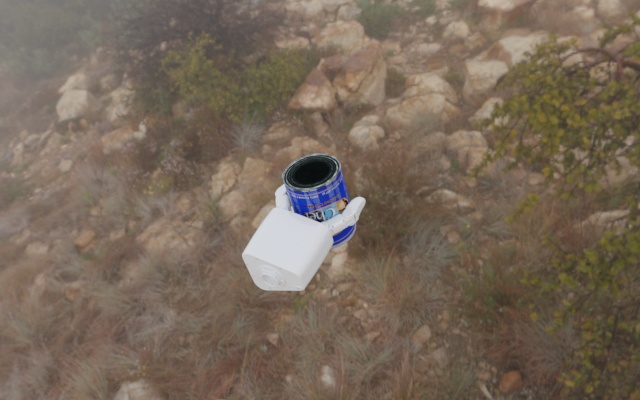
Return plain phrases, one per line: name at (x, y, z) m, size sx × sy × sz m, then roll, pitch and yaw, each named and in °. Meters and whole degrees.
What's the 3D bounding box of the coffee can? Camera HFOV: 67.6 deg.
coffee can at (0.000, 0.003, 0.846) m, size 0.103 × 0.140 × 0.102 m, roll -10°, pitch 39°, yaw 8°
